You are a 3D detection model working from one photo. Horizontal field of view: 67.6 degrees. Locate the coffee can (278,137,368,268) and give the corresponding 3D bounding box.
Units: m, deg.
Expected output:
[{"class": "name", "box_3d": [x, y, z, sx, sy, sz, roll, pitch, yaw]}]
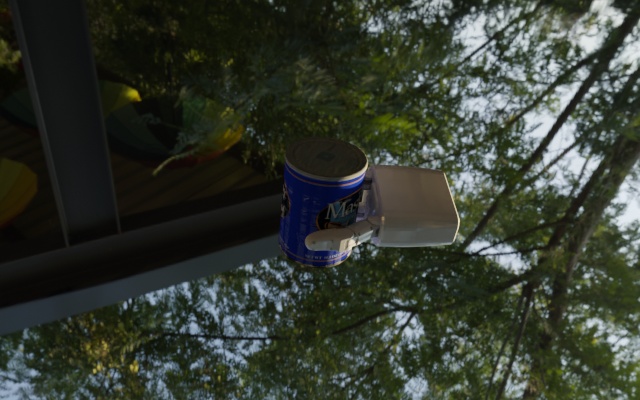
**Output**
[{"class": "coffee can", "box_3d": [0.000, 0.002, 0.625, 0.103, 0.140, 0.102, 5, 33, -3]}]
